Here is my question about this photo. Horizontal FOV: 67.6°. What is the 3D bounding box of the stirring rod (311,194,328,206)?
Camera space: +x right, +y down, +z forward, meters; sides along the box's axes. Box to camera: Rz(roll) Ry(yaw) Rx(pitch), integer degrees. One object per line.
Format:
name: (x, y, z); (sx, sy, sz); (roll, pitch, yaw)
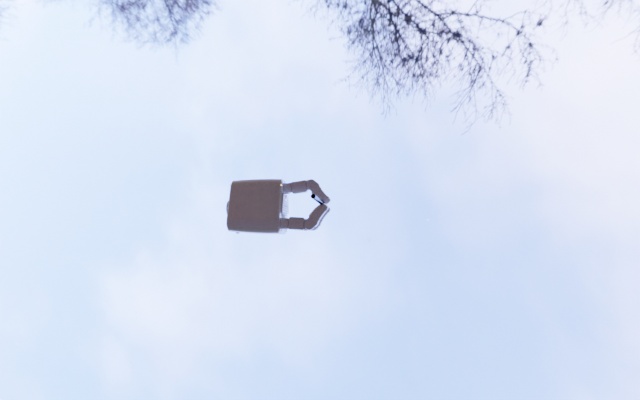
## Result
stirring rod: (0.000, 0.003, 0.897); (0.011, 0.011, 0.239); (0, -5, 6)
